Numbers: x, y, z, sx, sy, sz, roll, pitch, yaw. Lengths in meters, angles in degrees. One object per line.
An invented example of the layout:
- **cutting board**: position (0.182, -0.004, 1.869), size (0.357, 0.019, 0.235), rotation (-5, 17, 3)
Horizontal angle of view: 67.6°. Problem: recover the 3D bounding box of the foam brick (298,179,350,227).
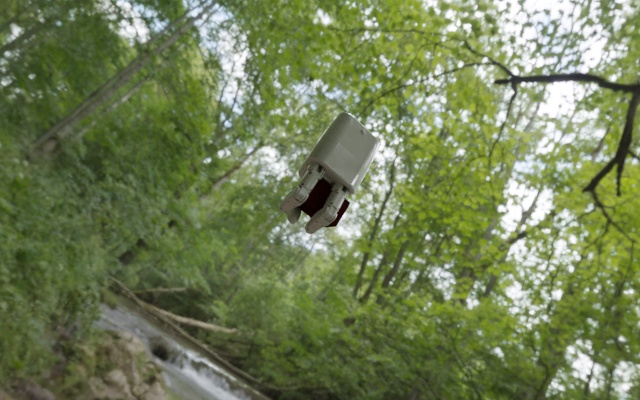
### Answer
- **foam brick**: position (0.000, 0.003, 0.802), size (0.078, 0.051, 0.053), rotation (40, -19, -21)
